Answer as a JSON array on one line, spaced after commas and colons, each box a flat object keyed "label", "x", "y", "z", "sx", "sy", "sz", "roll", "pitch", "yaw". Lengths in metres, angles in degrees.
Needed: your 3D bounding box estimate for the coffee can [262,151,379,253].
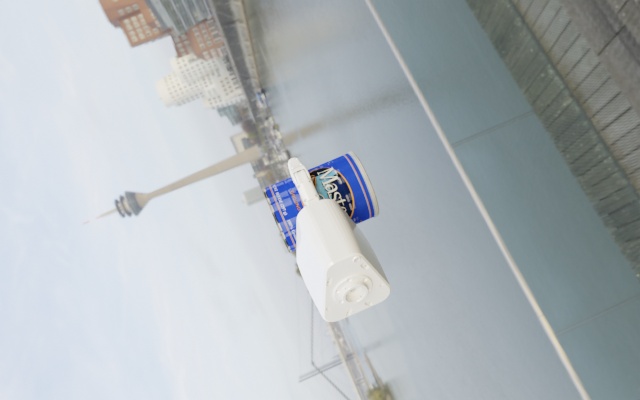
[{"label": "coffee can", "x": 0.000, "y": 0.002, "z": 0.693, "sx": 0.140, "sy": 0.103, "sz": 0.103, "roll": -23, "pitch": 2, "yaw": -4}]
